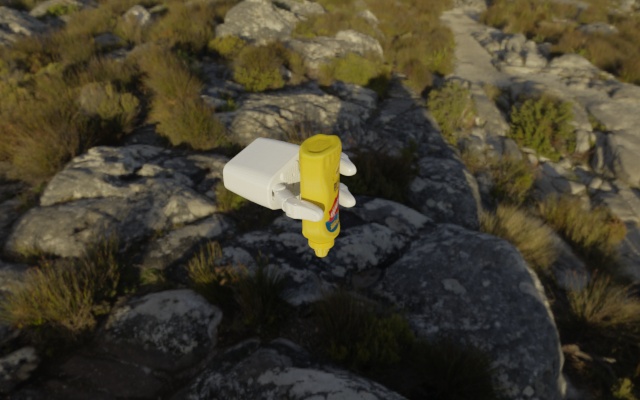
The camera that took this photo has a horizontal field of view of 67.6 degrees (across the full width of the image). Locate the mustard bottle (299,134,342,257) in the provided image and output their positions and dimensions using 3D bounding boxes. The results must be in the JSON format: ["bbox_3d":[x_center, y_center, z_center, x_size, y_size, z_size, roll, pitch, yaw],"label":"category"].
[{"bbox_3d":[0.000,0.002,0.732,0.058,0.192,0.096,6,28,12],"label":"mustard bottle"}]
